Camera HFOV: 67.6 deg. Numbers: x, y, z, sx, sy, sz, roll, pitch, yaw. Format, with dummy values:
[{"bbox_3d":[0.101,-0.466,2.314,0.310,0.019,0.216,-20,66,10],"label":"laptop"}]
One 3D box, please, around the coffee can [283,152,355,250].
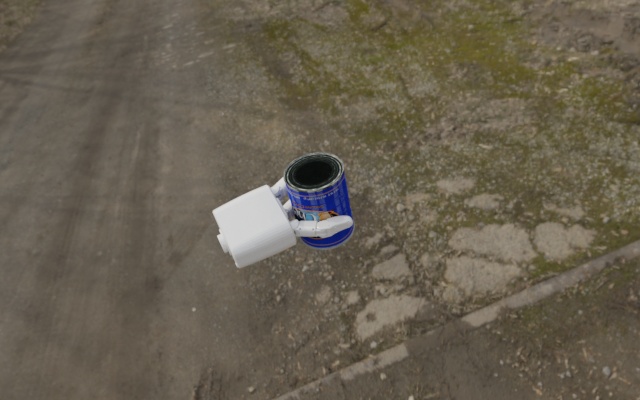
[{"bbox_3d":[0.000,0.003,0.831,0.103,0.140,0.102,-7,41,6],"label":"coffee can"}]
